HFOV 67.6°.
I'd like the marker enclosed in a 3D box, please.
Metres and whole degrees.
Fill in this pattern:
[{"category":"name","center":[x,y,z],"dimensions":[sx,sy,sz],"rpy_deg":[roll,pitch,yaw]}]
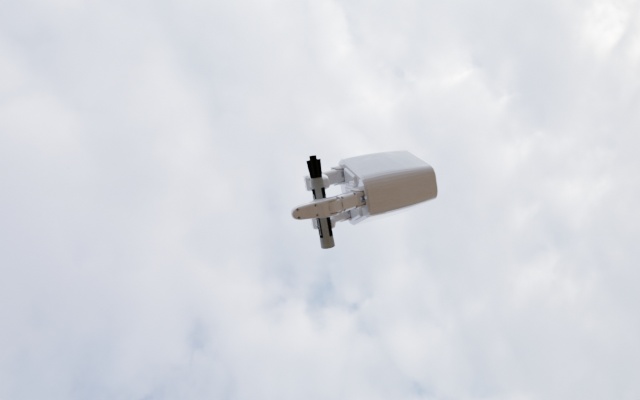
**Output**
[{"category":"marker","center":[0.000,0.002,0.612],"dimensions":[0.020,0.121,0.020],"rpy_deg":[-9,9,1]}]
